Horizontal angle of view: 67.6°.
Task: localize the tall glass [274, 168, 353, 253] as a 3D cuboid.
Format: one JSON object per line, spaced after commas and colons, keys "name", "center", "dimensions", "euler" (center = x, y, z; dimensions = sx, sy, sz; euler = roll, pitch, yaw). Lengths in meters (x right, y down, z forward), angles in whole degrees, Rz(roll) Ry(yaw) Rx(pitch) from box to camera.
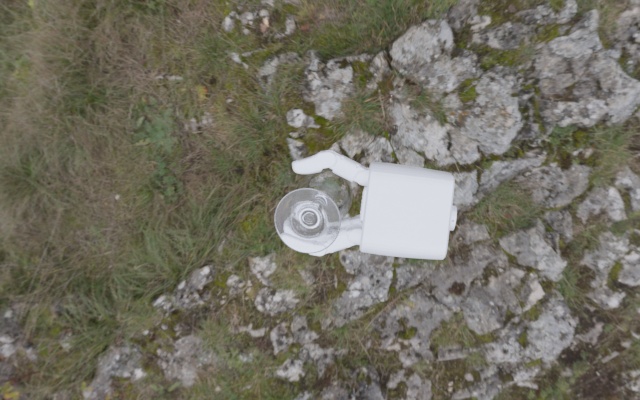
{"name": "tall glass", "center": [0.000, 0.002, 0.619], "dimensions": [0.079, 0.079, 0.201], "euler": [0, 12, 8]}
